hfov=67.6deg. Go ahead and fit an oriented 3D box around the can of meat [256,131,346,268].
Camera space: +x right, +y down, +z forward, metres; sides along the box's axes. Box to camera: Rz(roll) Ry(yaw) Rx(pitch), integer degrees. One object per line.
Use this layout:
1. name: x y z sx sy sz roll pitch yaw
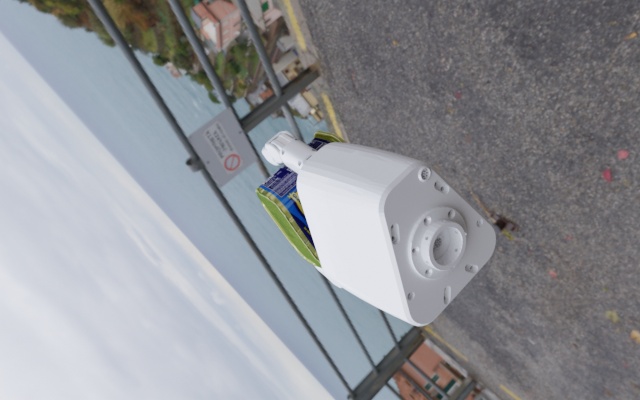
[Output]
1. can of meat: 0.000 0.002 0.446 0.084 0.102 0.057 -43 32 -16
